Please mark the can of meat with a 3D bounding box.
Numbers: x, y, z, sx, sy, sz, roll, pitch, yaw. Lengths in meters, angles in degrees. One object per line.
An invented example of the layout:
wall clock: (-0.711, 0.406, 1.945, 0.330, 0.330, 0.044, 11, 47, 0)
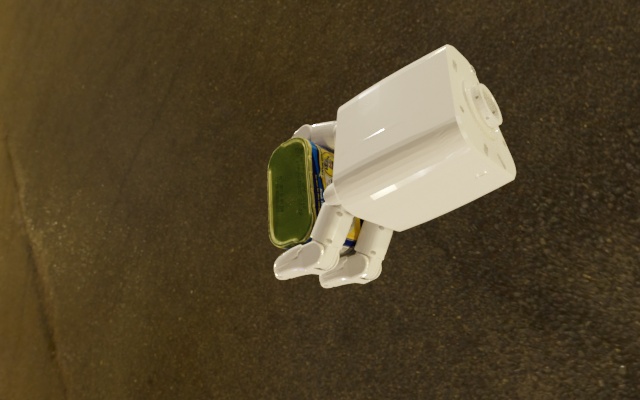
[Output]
can of meat: (0.000, 0.001, 0.432, 0.057, 0.102, 0.084, -22, -28, 36)
